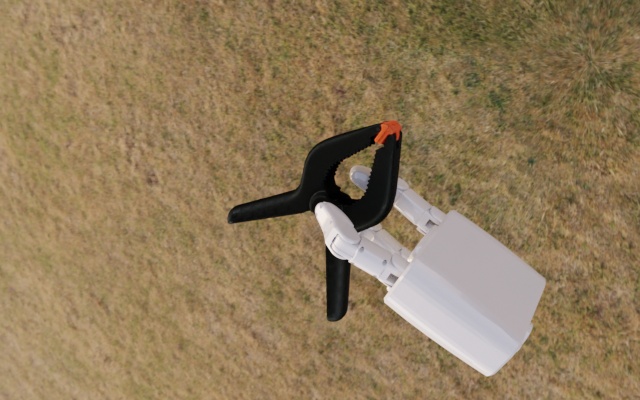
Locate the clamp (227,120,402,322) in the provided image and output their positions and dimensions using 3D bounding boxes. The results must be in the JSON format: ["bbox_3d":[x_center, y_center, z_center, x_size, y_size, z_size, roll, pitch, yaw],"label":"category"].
[{"bbox_3d":[0.000,0.001,0.466,0.164,0.210,0.036,36,29,12],"label":"clamp"}]
